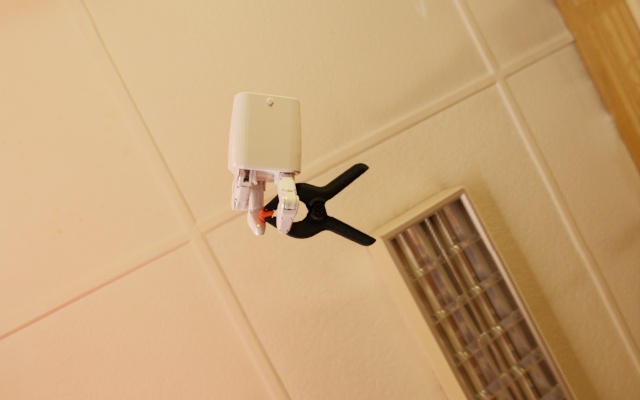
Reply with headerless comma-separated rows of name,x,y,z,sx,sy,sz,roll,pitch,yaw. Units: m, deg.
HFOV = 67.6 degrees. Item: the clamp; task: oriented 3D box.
clamp,0.000,0.002,0.679,0.171,0.120,0.039,4,-9,-16
